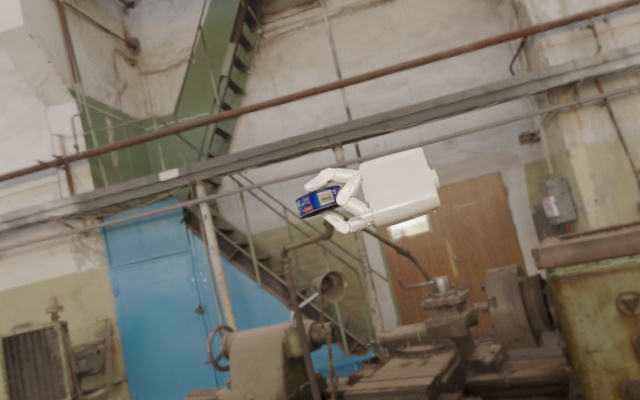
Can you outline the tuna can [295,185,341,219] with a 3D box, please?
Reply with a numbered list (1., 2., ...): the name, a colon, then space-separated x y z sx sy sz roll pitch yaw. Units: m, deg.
1. tuna can: 0.000 0.002 0.834 0.086 0.033 0.086 -19 -7 -2
